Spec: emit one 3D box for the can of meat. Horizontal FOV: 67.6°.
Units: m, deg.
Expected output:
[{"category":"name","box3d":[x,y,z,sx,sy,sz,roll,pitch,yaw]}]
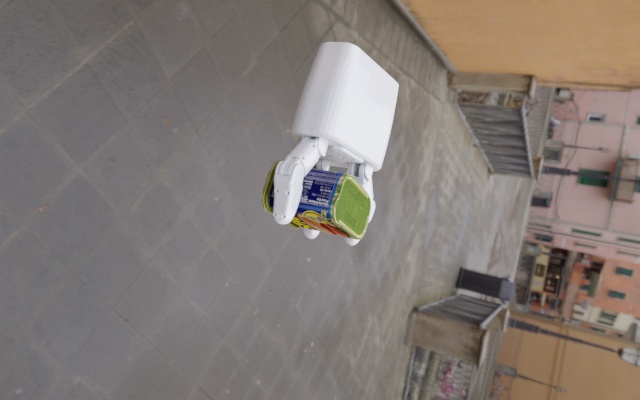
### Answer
[{"category":"can of meat","box3d":[0.000,0.002,0.512,0.084,0.057,0.102,10,-14,26]}]
